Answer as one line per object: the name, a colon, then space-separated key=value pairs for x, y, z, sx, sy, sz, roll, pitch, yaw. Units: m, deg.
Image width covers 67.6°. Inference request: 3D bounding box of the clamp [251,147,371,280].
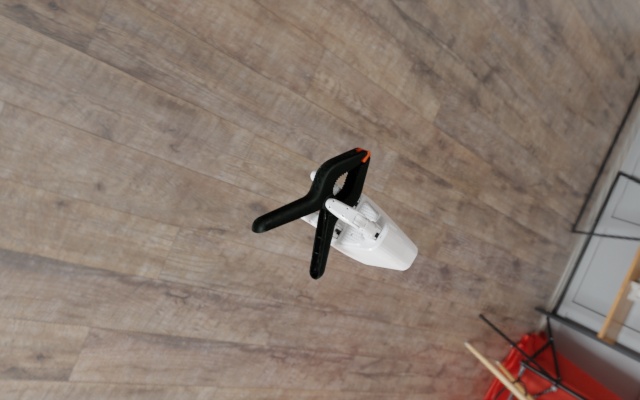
clamp: x=0.001 y=0.002 z=0.706 sx=0.036 sy=0.210 sz=0.165 roll=28 pitch=-6 yaw=45
